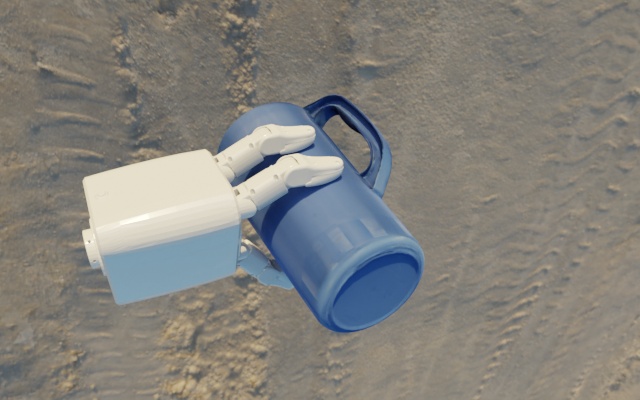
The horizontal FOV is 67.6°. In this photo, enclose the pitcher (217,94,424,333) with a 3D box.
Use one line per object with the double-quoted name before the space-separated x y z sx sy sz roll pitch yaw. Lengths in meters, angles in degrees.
"pitcher" 0.000 0.002 0.480 0.145 0.149 0.242 -12 40 -25
